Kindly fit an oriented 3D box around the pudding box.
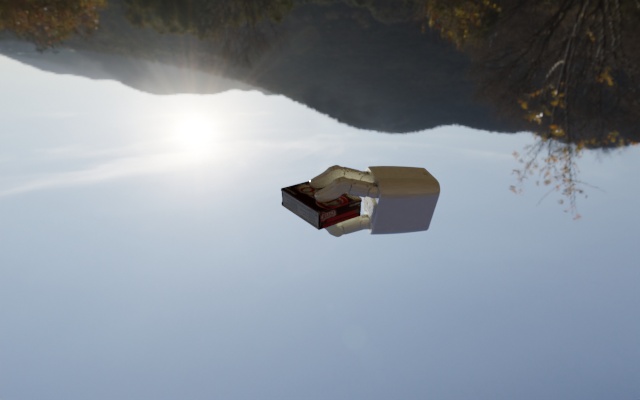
[{"bbox_3d":[0.000,0.003,0.804,0.090,0.039,0.113,-16,29,-34],"label":"pudding box"}]
